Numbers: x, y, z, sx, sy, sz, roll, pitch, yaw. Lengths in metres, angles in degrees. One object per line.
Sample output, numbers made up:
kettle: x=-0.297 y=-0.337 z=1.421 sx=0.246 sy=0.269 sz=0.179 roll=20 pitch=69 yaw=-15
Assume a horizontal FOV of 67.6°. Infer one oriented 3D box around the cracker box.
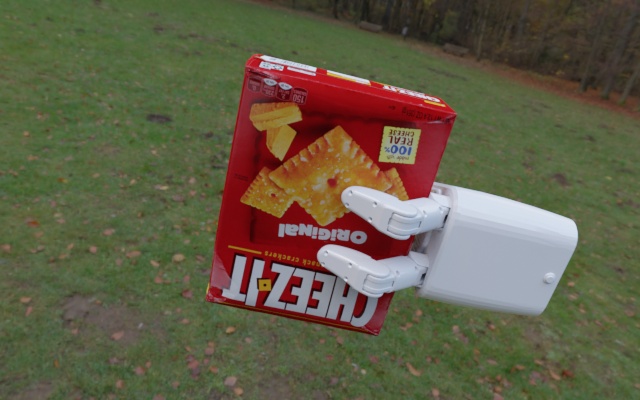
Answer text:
cracker box: x=0.000 y=0.001 z=0.413 sx=0.164 sy=0.214 sz=0.072 roll=13 pitch=22 yaw=-4
